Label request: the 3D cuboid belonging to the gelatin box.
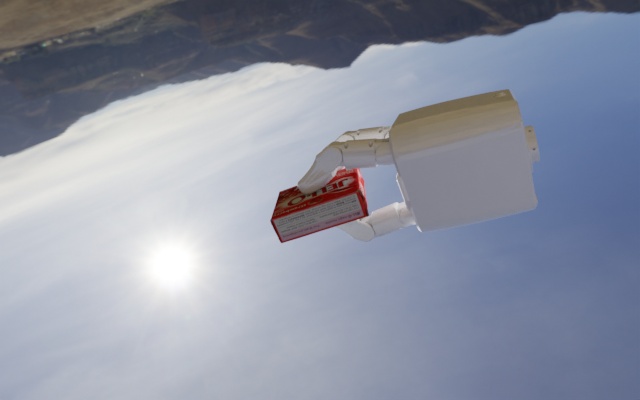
[{"bbox_3d":[0.000,0.002,0.465,0.089,0.030,0.073,-19,20,9],"label":"gelatin box"}]
